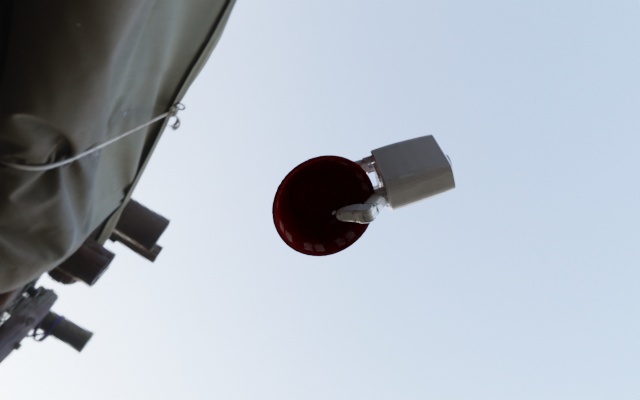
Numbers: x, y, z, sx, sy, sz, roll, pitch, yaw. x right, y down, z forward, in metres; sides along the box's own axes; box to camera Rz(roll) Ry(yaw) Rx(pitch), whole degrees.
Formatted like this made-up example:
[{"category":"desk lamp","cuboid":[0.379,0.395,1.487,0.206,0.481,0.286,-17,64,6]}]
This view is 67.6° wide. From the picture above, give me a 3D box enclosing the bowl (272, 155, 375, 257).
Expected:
[{"category":"bowl","cuboid":[-0.001,0.002,0.734,0.162,0.162,0.055,0,20,-18]}]
